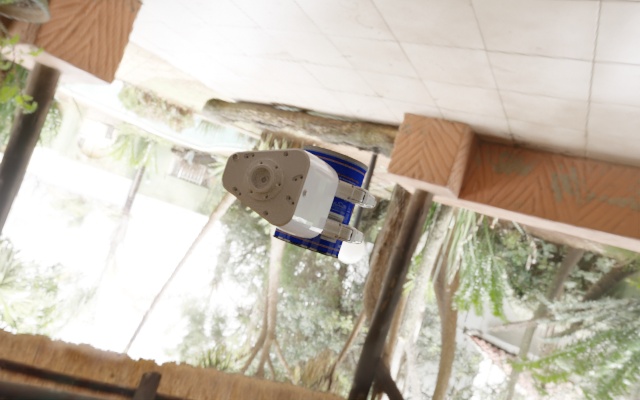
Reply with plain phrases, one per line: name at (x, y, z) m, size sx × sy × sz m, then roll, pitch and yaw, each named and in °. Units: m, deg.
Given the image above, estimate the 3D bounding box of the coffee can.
coffee can at (0.000, 0.002, 0.701) m, size 0.103 × 0.140 × 0.103 m, roll 18°, pitch -3°, yaw 1°
